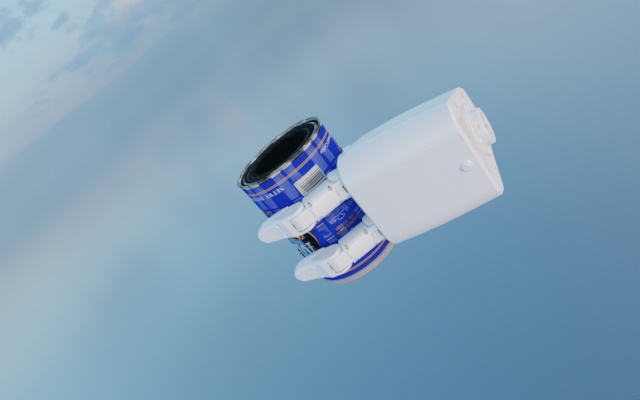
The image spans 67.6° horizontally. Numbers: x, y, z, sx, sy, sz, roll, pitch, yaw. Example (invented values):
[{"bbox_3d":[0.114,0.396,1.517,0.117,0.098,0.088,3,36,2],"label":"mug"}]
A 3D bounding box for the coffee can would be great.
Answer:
[{"bbox_3d":[0.000,0.002,0.487,0.103,0.140,0.102,-33,23,16],"label":"coffee can"}]
